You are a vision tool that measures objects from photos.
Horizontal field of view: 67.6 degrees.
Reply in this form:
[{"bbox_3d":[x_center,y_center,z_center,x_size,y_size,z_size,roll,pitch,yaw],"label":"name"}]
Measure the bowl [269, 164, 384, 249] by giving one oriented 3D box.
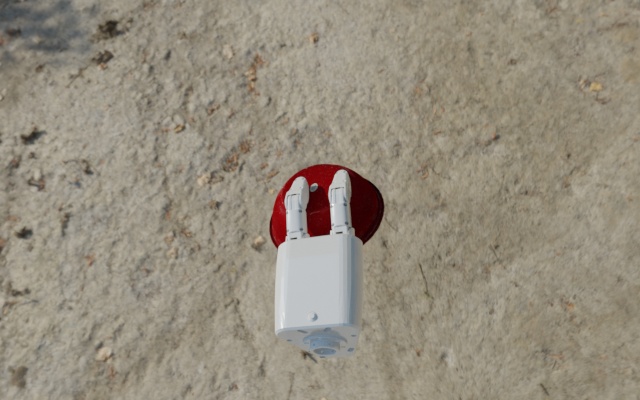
[{"bbox_3d":[0.000,0.001,0.632,0.162,0.162,0.055,0,-43,22],"label":"bowl"}]
